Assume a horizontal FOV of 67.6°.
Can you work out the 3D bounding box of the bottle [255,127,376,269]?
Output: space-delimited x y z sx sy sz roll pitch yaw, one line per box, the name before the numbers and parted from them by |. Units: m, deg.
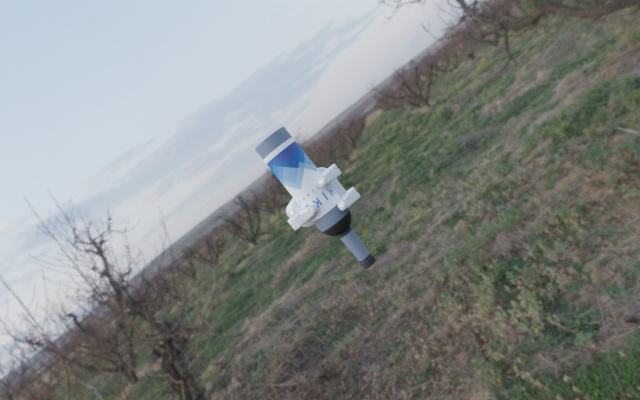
bottle | 0.000 0.003 0.864 0.069 0.296 0.069 -38 5 4
